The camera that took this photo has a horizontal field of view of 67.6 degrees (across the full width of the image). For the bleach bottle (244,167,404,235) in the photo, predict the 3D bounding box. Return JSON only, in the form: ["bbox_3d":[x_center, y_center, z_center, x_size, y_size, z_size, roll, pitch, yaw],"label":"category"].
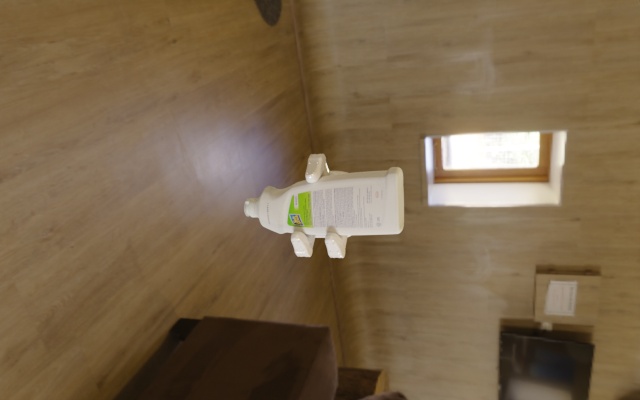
[{"bbox_3d":[0.000,0.003,0.744,0.251,0.102,0.068,0,5,18],"label":"bleach bottle"}]
